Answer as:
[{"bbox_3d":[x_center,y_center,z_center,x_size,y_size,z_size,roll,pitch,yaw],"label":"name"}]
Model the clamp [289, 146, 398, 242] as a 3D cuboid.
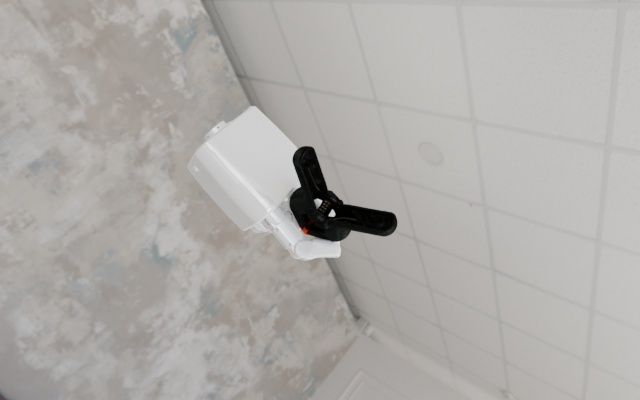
[{"bbox_3d":[0.000,0.001,0.516,0.039,0.120,0.171,-46,9,-24],"label":"clamp"}]
